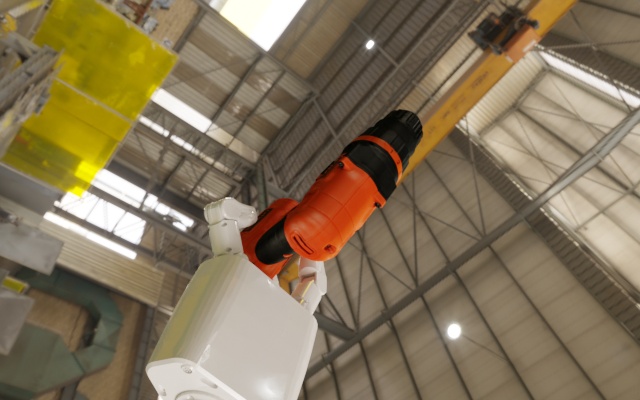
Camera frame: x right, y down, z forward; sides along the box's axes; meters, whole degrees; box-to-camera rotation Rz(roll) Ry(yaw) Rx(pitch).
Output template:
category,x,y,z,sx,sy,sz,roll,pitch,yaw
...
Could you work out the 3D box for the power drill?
category,x,y,z,sx,sy,sz,roll,pitch,yaw
power drill,0.000,0.002,0.444,0.184,0.057,0.188,-46,6,-39
